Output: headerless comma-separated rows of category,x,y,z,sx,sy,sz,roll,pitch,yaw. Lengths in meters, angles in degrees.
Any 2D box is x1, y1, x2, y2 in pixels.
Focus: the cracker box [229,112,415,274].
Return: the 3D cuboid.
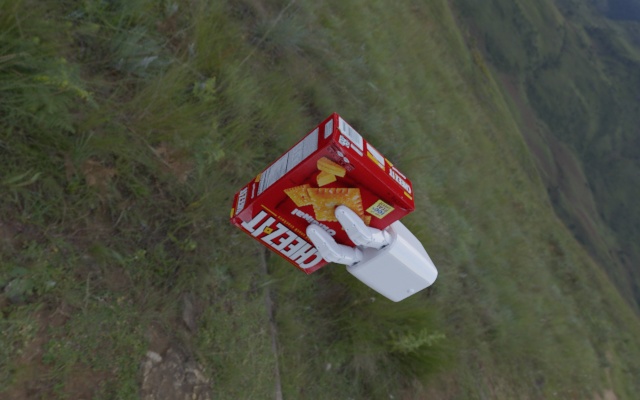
cracker box,0.000,0.002,0.687,0.214,0.072,0.164,-36,-60,29
